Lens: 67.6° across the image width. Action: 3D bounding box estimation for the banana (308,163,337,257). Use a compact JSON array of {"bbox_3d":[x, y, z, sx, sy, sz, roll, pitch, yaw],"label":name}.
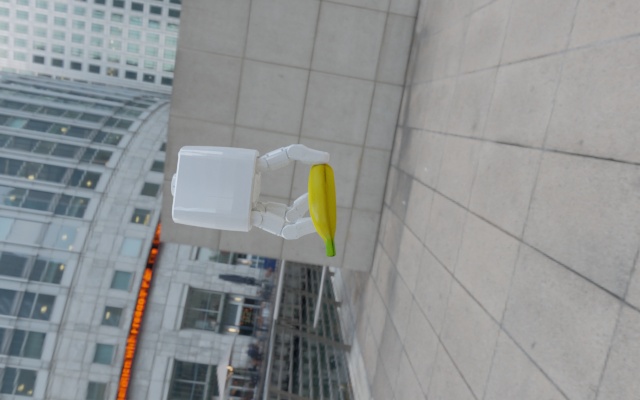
[{"bbox_3d":[0.001,-0.011,0.663,0.037,0.070,0.197,2,35,-2],"label":"banana"}]
